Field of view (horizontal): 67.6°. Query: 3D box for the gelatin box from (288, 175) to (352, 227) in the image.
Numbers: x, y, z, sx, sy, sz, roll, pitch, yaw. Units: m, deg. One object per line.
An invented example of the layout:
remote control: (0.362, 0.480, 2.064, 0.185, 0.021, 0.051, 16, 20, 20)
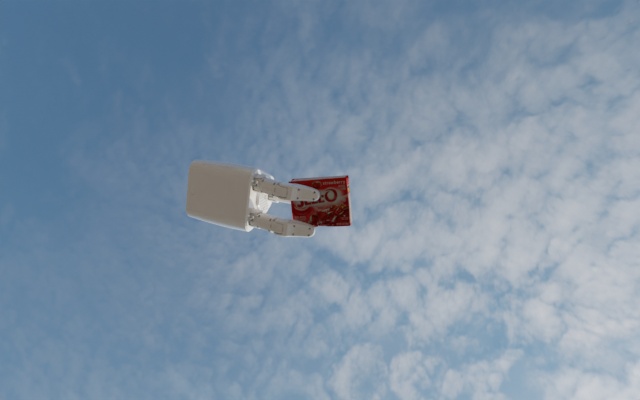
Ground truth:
gelatin box: (0.001, 0.002, 0.712, 0.089, 0.073, 0.030, -3, 10, 11)
